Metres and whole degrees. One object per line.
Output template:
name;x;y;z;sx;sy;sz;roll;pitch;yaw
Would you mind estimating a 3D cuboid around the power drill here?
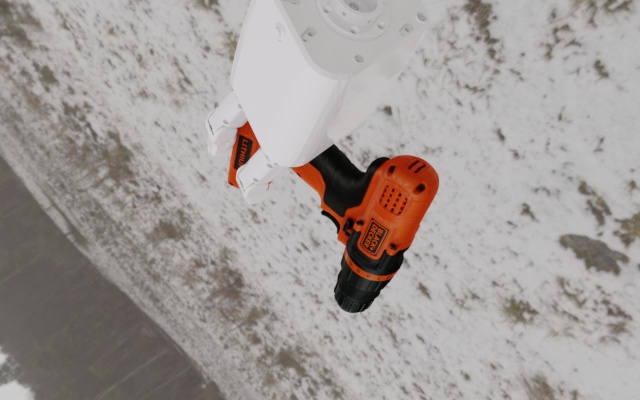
power drill;0.000;0.001;0.443;0.187;0.185;0.057;35;41;17
